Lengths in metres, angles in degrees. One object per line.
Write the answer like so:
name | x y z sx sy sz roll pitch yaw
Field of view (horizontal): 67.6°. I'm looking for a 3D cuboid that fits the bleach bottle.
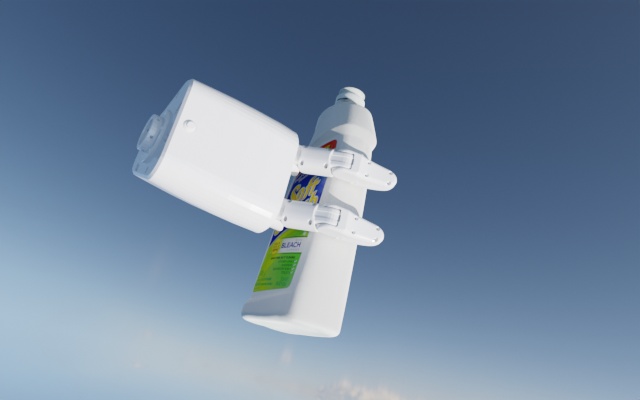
bleach bottle | 0.000 0.002 0.473 0.068 0.250 0.102 27 -25 -30
